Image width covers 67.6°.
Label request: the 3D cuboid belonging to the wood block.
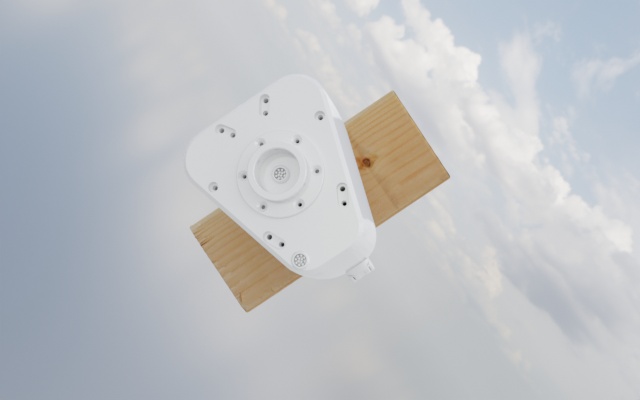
[{"bbox_3d":[0.000,0.002,0.440,0.206,0.091,0.090,-33,-1,3],"label":"wood block"}]
